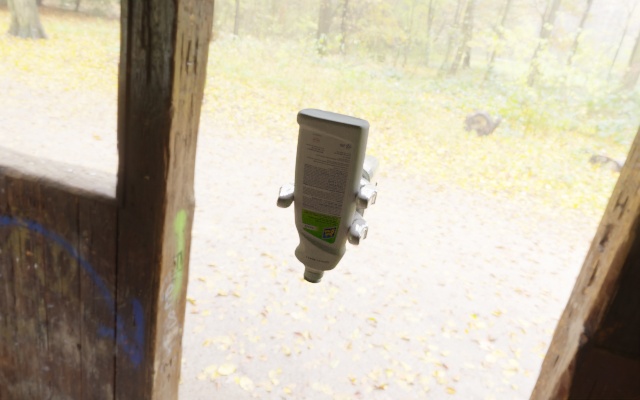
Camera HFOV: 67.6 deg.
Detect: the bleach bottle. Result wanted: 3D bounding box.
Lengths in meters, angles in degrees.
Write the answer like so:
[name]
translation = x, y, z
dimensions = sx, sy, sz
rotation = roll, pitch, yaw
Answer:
[bleach bottle]
translation = 0.000, 0.002, 0.686
dimensions = 0.102, 0.251, 0.068
rotation = 15, 22, 12
